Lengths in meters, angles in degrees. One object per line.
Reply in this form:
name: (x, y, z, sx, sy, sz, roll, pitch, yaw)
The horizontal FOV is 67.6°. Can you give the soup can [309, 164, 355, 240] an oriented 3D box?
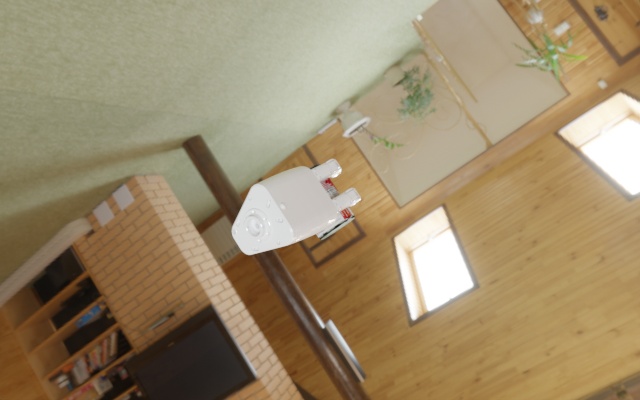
soup can: (0.000, 0.003, 0.760, 0.068, 0.102, 0.068, -33, -7, -5)
